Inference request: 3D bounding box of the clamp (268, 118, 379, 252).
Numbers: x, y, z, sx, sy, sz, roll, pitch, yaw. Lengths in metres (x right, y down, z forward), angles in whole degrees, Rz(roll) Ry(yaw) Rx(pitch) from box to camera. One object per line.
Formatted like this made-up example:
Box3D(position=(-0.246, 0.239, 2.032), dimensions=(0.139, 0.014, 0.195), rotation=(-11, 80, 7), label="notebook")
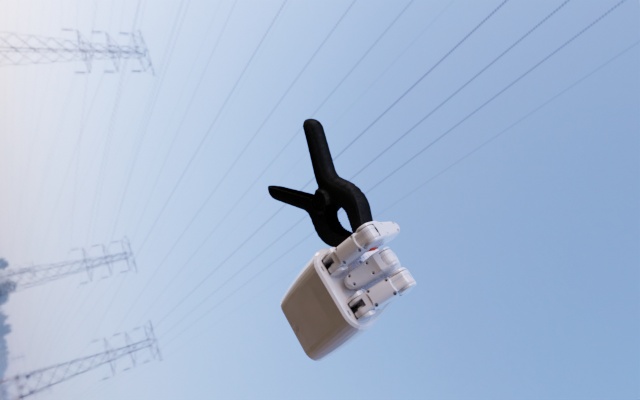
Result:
Box3D(position=(0.001, 0.002, 0.566), dimensions=(0.039, 0.171, 0.120), rotation=(-9, -32, -41), label="clamp")
